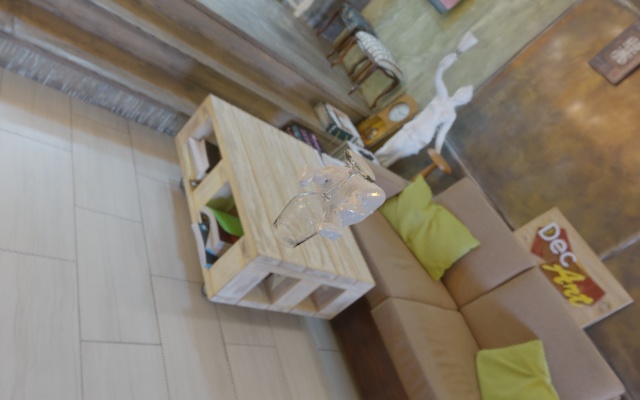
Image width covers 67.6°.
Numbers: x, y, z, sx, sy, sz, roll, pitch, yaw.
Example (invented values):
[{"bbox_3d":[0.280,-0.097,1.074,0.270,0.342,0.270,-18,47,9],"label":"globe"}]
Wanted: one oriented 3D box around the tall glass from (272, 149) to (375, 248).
[{"bbox_3d":[0.000,0.002,0.848,0.201,0.079,0.079,-42,-20,24],"label":"tall glass"}]
